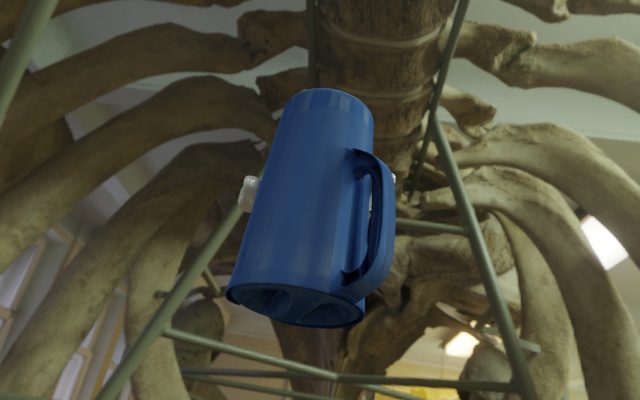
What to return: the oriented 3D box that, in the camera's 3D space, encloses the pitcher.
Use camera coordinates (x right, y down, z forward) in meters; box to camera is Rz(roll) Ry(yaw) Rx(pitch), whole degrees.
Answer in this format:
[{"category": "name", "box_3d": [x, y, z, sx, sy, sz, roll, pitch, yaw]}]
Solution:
[{"category": "pitcher", "box_3d": [0.000, 0.002, 0.500, 0.149, 0.242, 0.145, 7, -28, 4]}]
